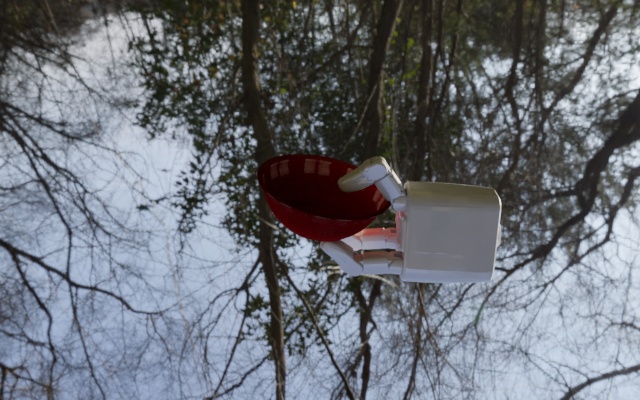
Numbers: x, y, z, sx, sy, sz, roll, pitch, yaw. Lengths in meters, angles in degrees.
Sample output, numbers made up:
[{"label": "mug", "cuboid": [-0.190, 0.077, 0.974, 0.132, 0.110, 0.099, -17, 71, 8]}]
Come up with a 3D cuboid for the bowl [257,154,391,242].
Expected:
[{"label": "bowl", "cuboid": [-0.001, 0.002, 0.575, 0.162, 0.055, 0.162, 11, 28, -6]}]
